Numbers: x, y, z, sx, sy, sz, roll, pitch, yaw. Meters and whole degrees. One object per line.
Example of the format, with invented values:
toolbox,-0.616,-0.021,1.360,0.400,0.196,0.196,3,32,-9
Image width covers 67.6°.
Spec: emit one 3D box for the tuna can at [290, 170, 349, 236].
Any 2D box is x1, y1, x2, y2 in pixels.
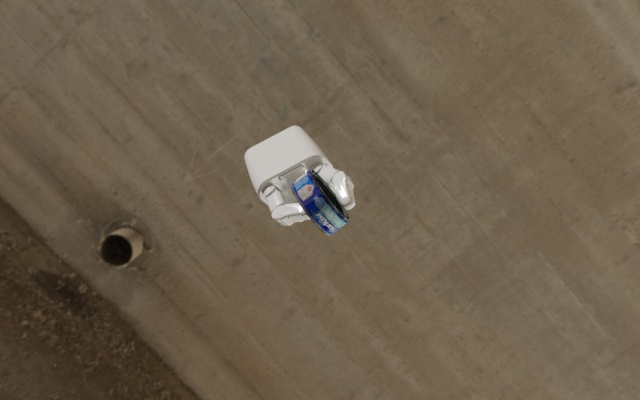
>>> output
tuna can,0.001,0.002,0.622,0.034,0.086,0.086,-37,-7,9
